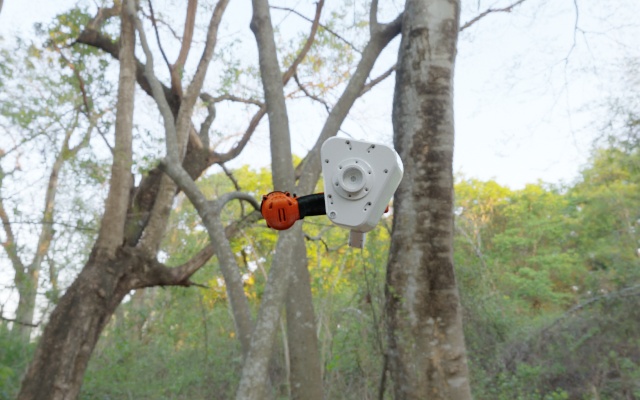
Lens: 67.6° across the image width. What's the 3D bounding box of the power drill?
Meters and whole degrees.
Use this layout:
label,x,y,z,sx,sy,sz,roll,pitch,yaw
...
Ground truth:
label,x,y,z,sx,sy,sz,roll,pitch,yaw
power drill,0.001,0.002,0.740,0.187,0.057,0.184,-11,8,-7
